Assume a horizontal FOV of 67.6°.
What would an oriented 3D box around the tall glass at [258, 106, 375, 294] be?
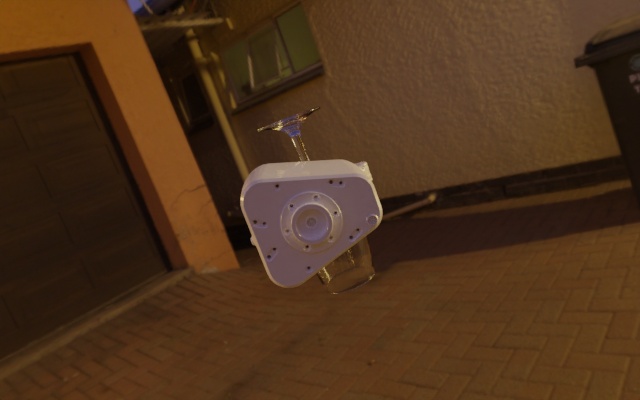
[{"bbox_3d":[0.000,0.001,0.540,0.079,0.201,0.079,-20,10,4],"label":"tall glass"}]
